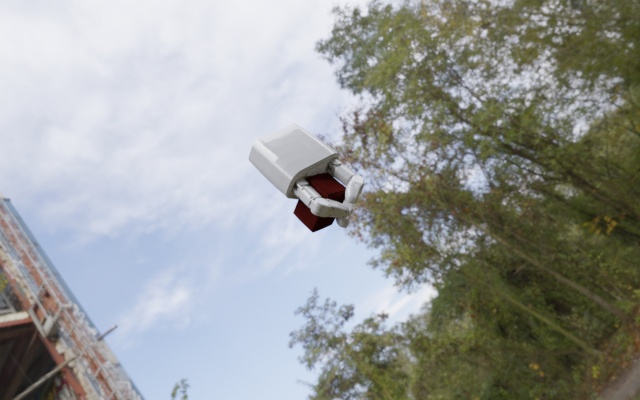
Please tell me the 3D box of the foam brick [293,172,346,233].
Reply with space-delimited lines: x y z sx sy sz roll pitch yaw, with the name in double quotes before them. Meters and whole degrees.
"foam brick" 0.000 0.003 0.779 0.051 0.078 0.053 40 33 25
